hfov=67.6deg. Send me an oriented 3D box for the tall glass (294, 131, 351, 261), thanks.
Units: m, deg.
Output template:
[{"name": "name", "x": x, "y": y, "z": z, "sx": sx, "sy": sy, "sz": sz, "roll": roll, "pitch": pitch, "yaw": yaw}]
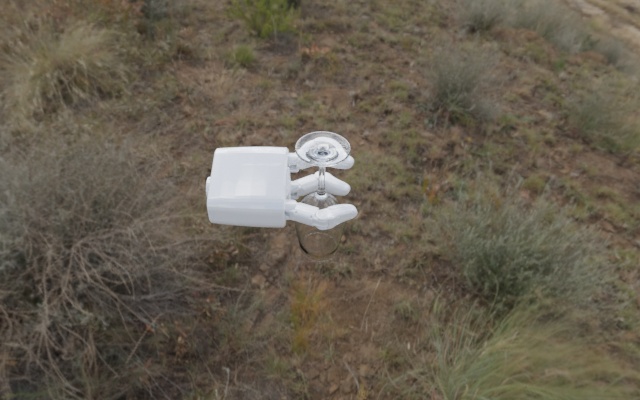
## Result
[{"name": "tall glass", "x": 0.000, "y": 0.002, "z": 0.700, "sx": 0.079, "sy": 0.201, "sz": 0.079, "roll": 1, "pitch": 44, "yaw": -1}]
